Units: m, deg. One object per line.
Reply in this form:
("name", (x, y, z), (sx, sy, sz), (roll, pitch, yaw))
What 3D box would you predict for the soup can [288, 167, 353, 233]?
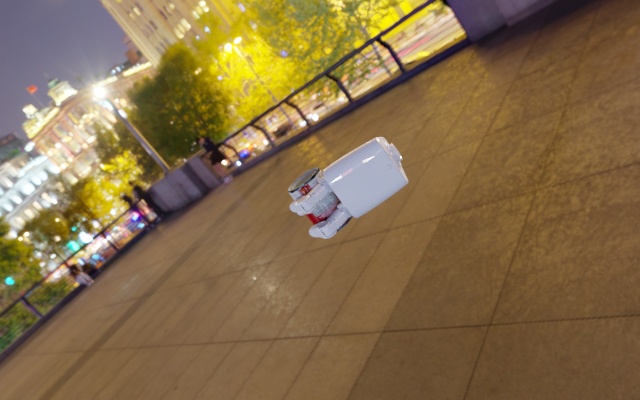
("soup can", (0.000, 0.003, 0.819), (0.068, 0.102, 0.068), (-35, 16, 11))
